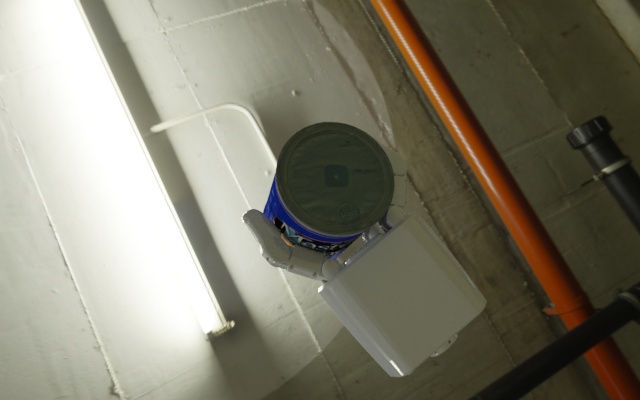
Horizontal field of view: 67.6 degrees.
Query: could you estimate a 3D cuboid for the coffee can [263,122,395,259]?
[{"bbox_3d":[0.000,0.001,0.464,0.103,0.102,0.140,0,-18,-12],"label":"coffee can"}]
